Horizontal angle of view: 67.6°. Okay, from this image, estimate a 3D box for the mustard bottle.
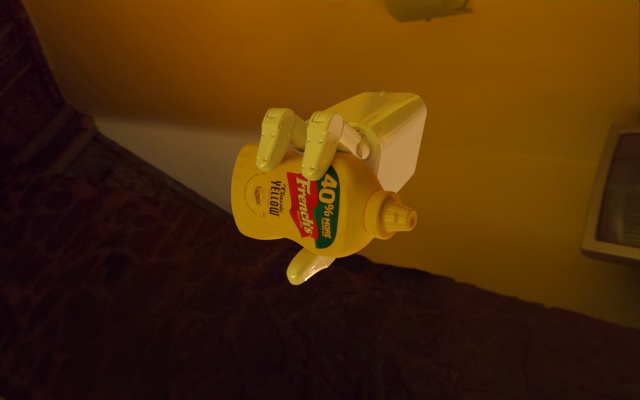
[{"bbox_3d":[0.000,0.001,0.442,0.191,0.096,0.058,11,10,38],"label":"mustard bottle"}]
